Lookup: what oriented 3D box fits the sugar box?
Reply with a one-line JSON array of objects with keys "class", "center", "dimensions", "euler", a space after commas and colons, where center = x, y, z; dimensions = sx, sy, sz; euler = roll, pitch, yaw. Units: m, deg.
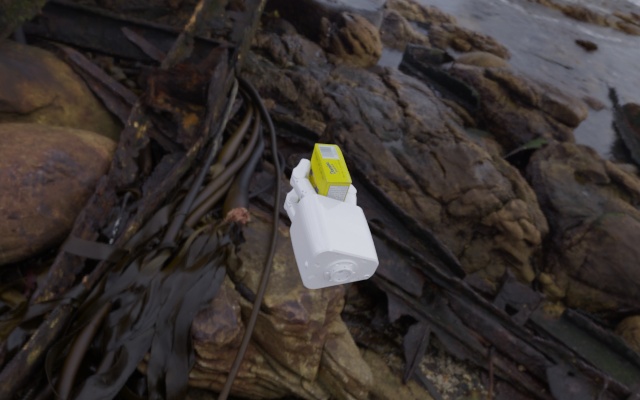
[{"class": "sugar box", "center": [0.000, 0.003, 0.790], "dimensions": [0.048, 0.176, 0.093], "euler": [2, 44, -18]}]
